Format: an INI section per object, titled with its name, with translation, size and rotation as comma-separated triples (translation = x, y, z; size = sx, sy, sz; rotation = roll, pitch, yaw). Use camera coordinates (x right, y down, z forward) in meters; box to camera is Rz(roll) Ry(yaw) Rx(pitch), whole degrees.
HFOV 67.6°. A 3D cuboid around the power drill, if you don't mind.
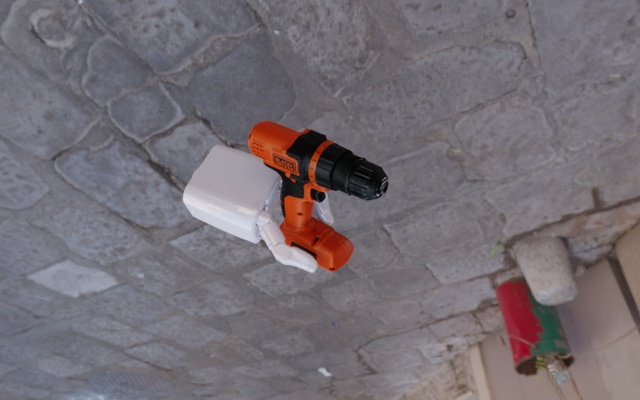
[power drill]
translation = 0.000, 0.002, 0.589
size = 0.184, 0.188, 0.057
rotation = 26, 51, 29
